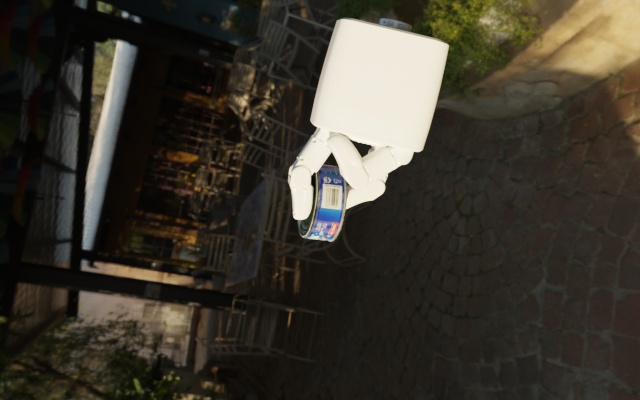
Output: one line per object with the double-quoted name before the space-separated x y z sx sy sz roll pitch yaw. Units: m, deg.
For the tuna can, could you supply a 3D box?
"tuna can" 0.000 0.002 0.535 0.034 0.086 0.086 7 -2 -16
